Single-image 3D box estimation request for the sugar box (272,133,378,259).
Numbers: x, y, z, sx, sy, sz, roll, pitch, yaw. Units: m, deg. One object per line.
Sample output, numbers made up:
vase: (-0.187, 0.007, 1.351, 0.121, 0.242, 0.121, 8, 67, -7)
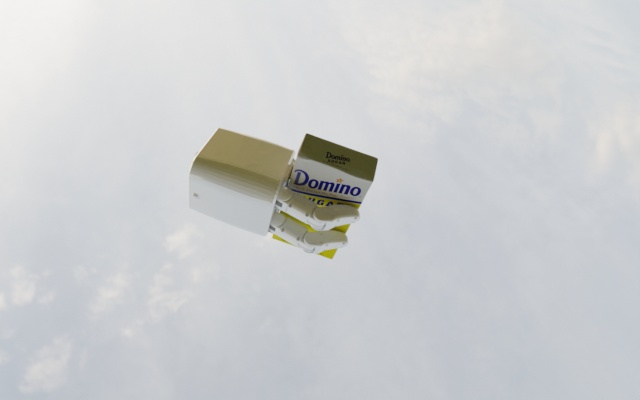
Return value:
sugar box: (0.000, 0.002, 0.607, 0.093, 0.048, 0.176, 19, -37, -2)
